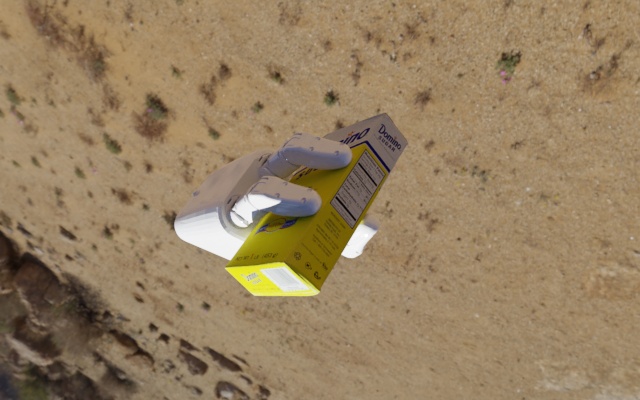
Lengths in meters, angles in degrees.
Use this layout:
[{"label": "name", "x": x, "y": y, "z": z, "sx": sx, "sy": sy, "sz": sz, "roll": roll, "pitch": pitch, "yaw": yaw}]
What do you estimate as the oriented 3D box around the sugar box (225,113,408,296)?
[{"label": "sugar box", "x": 0.000, "y": 0.001, "z": 0.420, "sx": 0.093, "sy": 0.176, "sz": 0.048, "roll": -13, "pitch": -52, "yaw": 49}]
